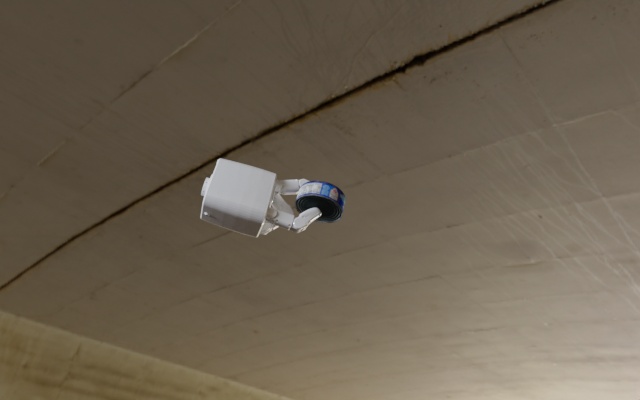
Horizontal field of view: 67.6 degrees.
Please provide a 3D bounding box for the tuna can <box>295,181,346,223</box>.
[{"bbox_3d":[0.000,0.002,0.837,0.086,0.033,0.086,11,-32,7],"label":"tuna can"}]
